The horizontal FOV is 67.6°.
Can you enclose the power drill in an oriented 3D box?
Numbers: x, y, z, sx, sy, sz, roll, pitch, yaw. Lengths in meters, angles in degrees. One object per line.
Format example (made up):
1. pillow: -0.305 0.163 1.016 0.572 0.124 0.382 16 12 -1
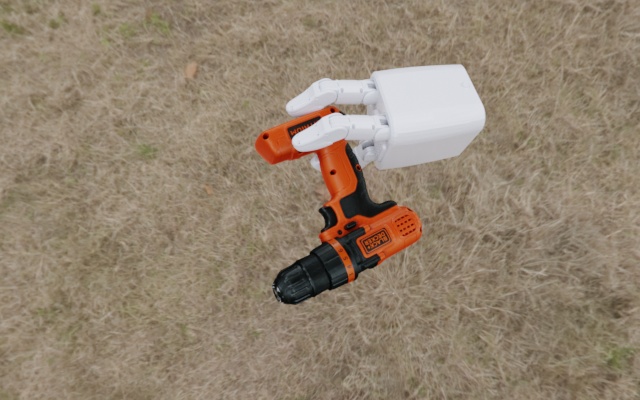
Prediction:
1. power drill: 0.000 0.001 0.533 0.184 0.187 0.057 -25 -6 -21
